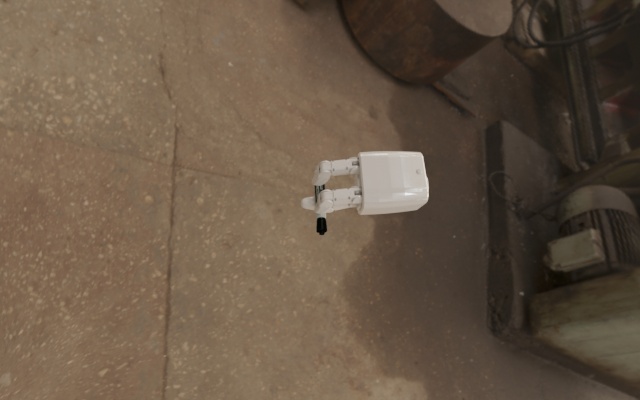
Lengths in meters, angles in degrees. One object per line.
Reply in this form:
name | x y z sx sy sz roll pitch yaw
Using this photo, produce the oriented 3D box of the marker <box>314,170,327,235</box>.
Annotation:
marker | 0.000 0.003 0.830 0.020 0.121 0.020 -2 -26 -1
